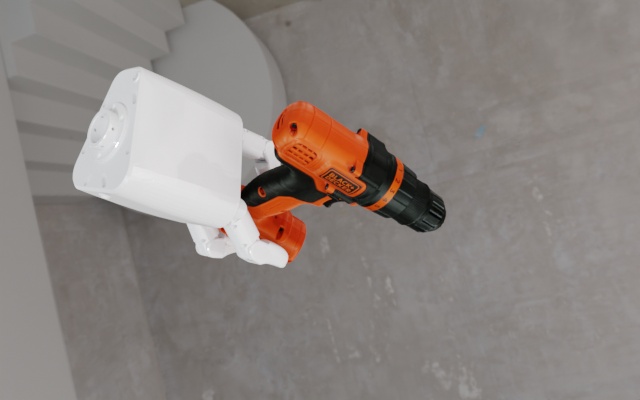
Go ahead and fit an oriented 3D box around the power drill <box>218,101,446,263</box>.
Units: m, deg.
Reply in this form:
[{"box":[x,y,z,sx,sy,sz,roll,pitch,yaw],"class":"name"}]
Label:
[{"box":[0.000,0.002,0.461,0.184,0.057,0.188,32,-41,-25],"class":"power drill"}]
